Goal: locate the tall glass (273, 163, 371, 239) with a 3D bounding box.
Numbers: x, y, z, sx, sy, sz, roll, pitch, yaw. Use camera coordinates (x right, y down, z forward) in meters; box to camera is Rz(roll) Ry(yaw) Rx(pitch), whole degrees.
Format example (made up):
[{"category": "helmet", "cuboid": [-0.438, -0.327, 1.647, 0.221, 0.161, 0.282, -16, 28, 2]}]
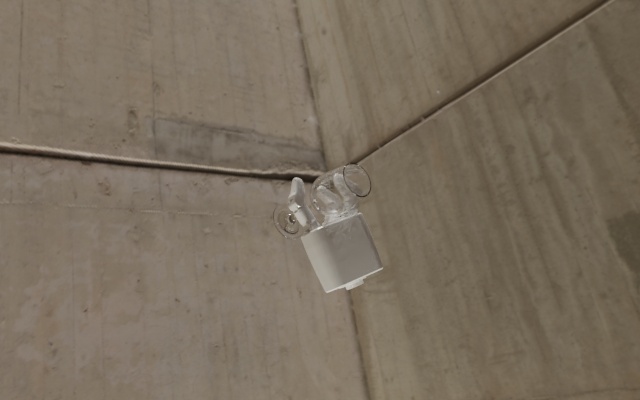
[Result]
[{"category": "tall glass", "cuboid": [0.000, 0.003, 0.849, 0.079, 0.079, 0.201, 0, -22, -41]}]
